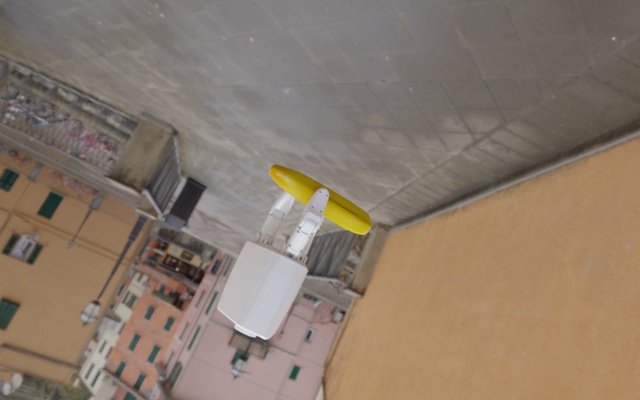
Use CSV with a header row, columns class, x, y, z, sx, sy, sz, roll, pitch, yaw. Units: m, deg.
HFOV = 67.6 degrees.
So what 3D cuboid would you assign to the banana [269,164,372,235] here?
class,x,y,z,sx,sy,sz,roll,pitch,yaw
banana,0.013,0.007,0.673,0.198,0.037,0.069,31,-8,-37
